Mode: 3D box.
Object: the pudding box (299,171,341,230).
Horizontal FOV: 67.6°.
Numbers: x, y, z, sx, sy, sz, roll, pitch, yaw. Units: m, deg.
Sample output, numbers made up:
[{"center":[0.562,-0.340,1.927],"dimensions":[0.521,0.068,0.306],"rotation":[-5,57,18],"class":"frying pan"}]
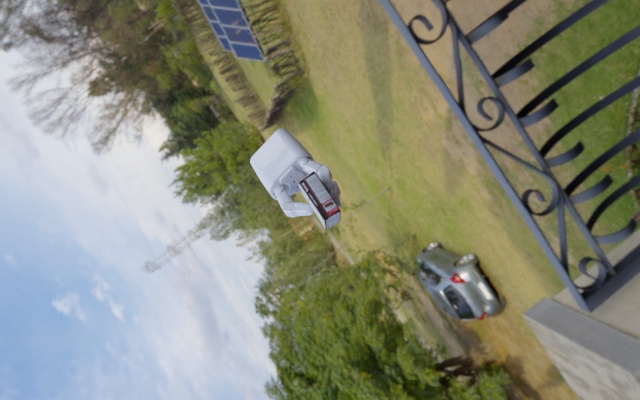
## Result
[{"center":[0.000,0.003,0.897],"dimensions":[0.039,0.090,0.113],"rotation":[-34,-10,-3],"class":"pudding box"}]
